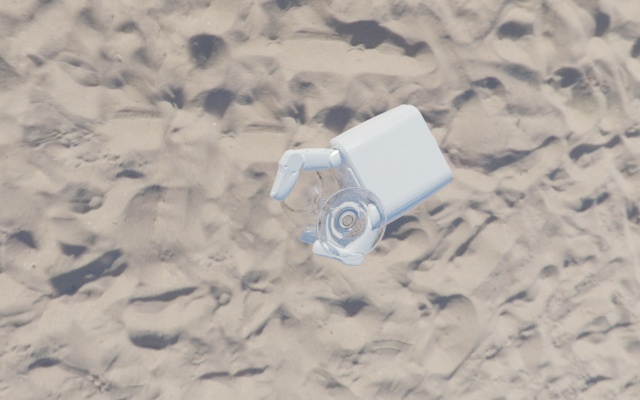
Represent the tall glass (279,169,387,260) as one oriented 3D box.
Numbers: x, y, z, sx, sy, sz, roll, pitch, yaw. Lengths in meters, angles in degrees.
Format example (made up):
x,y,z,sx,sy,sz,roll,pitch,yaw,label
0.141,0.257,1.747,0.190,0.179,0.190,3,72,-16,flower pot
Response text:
x,y,z,sx,sy,sz,roll,pitch,yaw,label
0.000,0.002,0.556,0.079,0.079,0.201,0,12,-19,tall glass
